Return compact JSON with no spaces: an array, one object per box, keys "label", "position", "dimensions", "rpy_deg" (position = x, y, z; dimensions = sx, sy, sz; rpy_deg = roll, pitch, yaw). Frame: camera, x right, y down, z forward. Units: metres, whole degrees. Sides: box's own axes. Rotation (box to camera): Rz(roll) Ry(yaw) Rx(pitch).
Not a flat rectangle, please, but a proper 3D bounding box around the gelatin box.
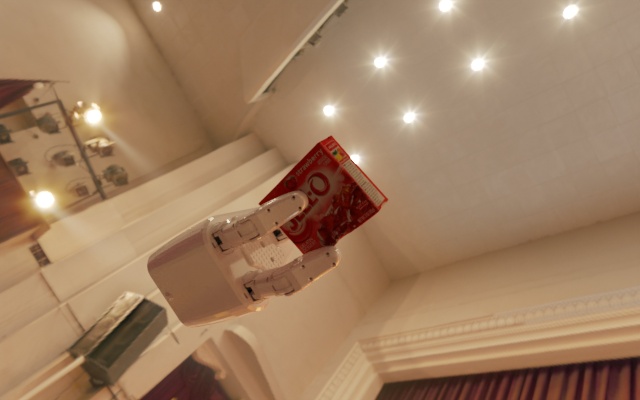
[{"label":"gelatin box","position":[0.000,0.001,0.406],"dimensions":[0.089,0.073,0.030],"rpy_deg":[-41,0,32]}]
